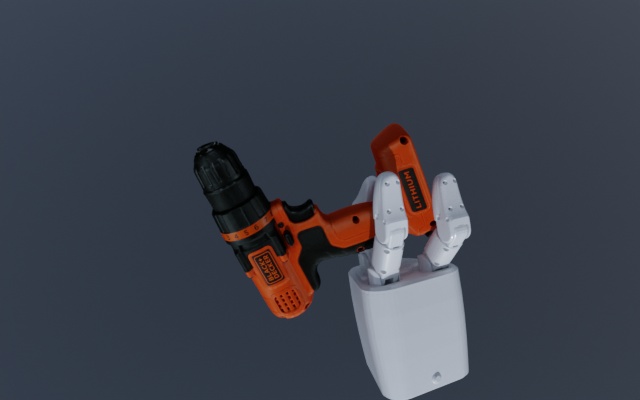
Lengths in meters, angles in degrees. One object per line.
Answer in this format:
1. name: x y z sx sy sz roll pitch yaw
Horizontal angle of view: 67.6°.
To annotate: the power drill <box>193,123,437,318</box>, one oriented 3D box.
1. power drill: 0.001 0.001 0.438 0.187 0.184 0.057 -24 24 3
